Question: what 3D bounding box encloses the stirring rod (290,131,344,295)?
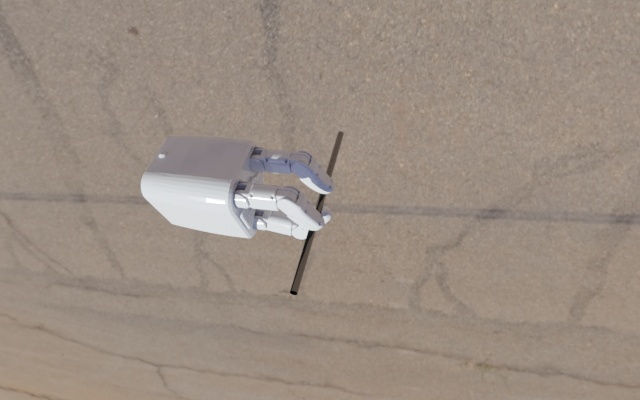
[{"bbox_3d":[0.000,0.002,0.541,0.011,0.239,0.011,10,-40,8],"label":"stirring rod"}]
